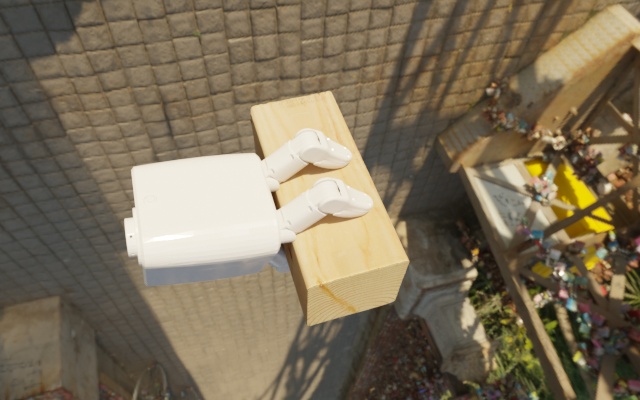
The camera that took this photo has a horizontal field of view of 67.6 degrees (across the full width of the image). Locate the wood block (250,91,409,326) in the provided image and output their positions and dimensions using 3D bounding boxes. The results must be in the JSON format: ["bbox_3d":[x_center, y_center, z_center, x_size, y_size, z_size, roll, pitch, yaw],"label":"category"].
[{"bbox_3d":[0.000,0.002,0.470,0.090,0.206,0.091,-14,-32,-11],"label":"wood block"}]
